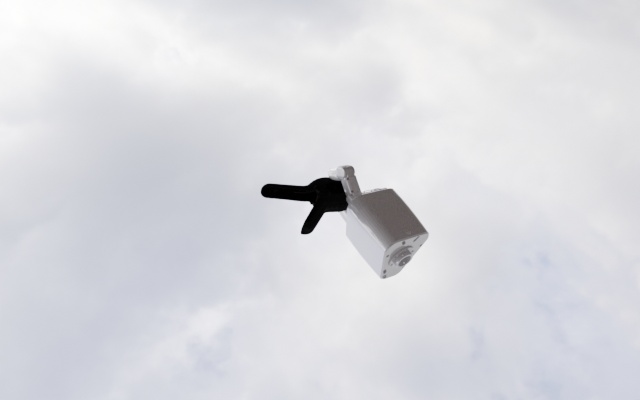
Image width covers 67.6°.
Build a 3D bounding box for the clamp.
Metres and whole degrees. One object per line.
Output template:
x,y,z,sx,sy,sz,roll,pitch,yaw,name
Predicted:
0.000,0.003,0.788,0.171,0.039,0.120,-12,50,-32,clamp
